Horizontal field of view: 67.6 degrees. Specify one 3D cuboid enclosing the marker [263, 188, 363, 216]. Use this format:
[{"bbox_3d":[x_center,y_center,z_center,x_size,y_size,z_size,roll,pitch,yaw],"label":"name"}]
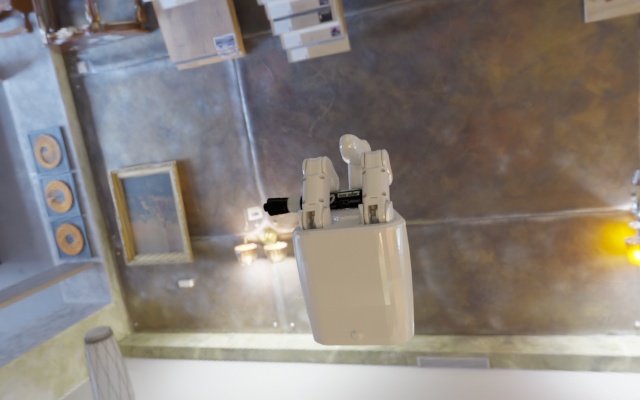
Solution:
[{"bbox_3d":[0.000,0.001,0.468,0.121,0.020,0.020,-6,-2,18],"label":"marker"}]
